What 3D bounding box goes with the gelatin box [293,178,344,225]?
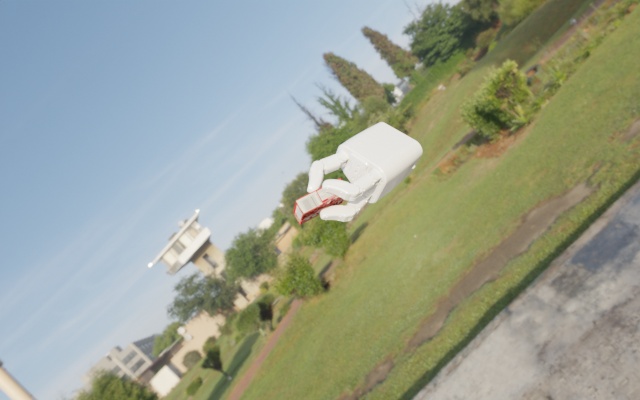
[{"bbox_3d":[0.000,0.002,0.809,0.089,0.030,0.073,-27,-11,-14],"label":"gelatin box"}]
